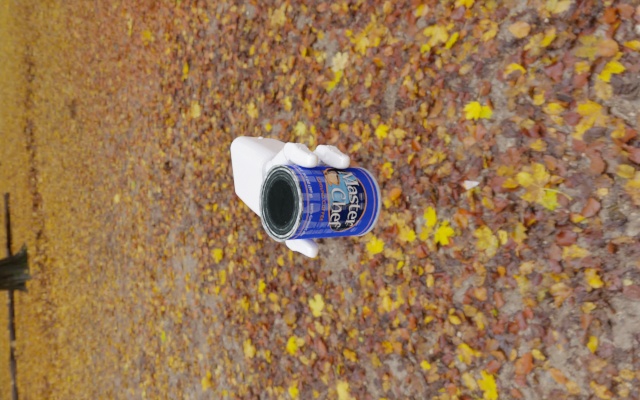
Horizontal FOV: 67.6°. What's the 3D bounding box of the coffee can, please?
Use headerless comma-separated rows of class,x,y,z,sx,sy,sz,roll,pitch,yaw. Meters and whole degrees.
coffee can,0.000,0.002,0.668,0.140,0.103,0.103,-1,0,-38
